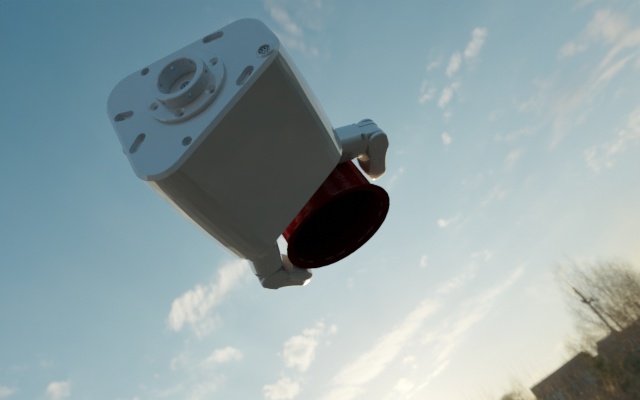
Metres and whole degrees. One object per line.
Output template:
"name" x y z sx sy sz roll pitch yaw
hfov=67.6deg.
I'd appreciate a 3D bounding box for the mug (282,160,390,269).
"mug" 0.000 0.002 0.406 0.093 0.081 0.117 -35 -34 -1
